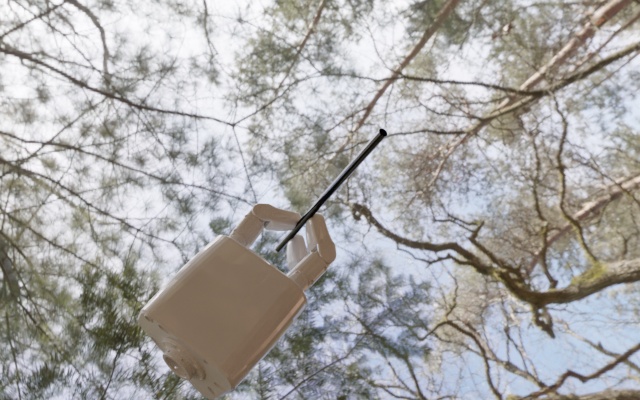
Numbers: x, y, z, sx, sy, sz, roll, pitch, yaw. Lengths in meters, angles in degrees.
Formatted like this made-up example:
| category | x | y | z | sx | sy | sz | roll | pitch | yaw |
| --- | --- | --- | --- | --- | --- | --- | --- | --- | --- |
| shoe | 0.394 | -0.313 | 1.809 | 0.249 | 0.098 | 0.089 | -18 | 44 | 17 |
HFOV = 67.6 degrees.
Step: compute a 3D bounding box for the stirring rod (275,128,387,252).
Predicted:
| category | x | y | z | sx | sy | sz | roll | pitch | yaw |
| --- | --- | --- | --- | --- | --- | --- | --- | --- | --- |
| stirring rod | 0.000 | 0.002 | 0.480 | 0.011 | 0.011 | 0.240 | 0 | -28 | -29 |
